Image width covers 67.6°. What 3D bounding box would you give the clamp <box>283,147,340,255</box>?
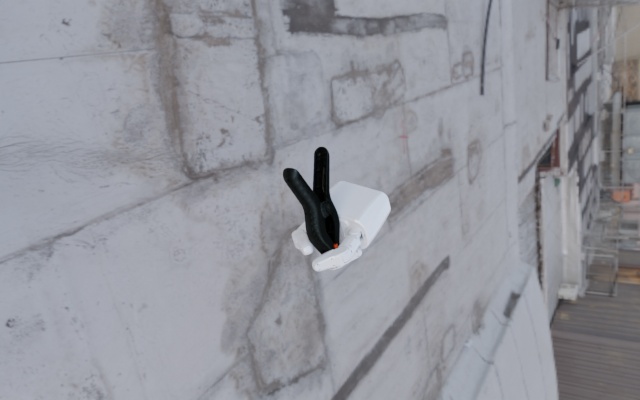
[{"bbox_3d":[0.001,0.003,0.741,0.039,0.171,0.120,1,31,34],"label":"clamp"}]
